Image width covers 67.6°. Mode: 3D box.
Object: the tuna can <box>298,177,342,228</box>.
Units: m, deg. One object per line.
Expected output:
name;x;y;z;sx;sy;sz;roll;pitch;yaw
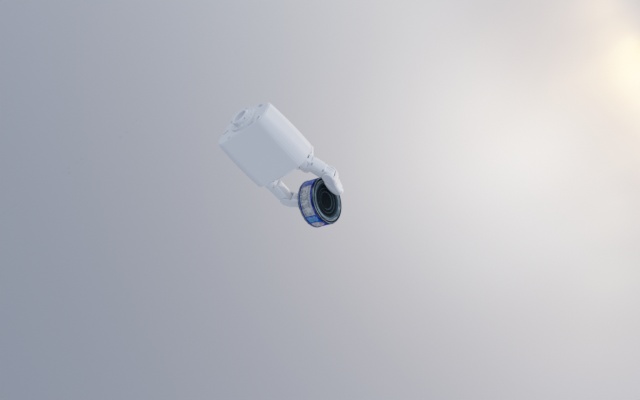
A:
tuna can;0.001;0.003;0.835;0.034;0.086;0.086;-15;-9;36
